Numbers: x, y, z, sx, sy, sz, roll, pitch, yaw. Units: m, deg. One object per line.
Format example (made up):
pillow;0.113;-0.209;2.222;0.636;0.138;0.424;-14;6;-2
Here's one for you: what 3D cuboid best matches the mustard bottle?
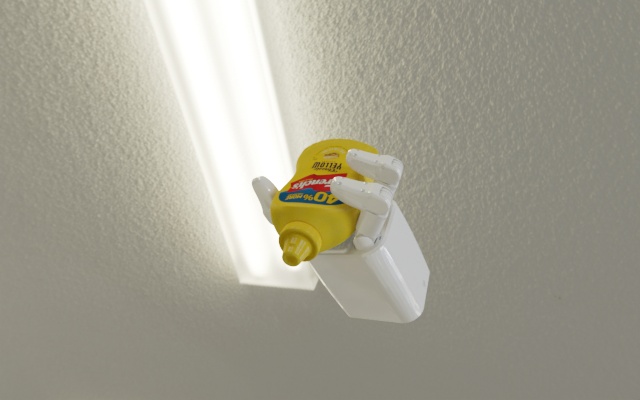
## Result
mustard bottle;0.000;0.001;0.509;0.096;0.058;0.191;5;36;17
